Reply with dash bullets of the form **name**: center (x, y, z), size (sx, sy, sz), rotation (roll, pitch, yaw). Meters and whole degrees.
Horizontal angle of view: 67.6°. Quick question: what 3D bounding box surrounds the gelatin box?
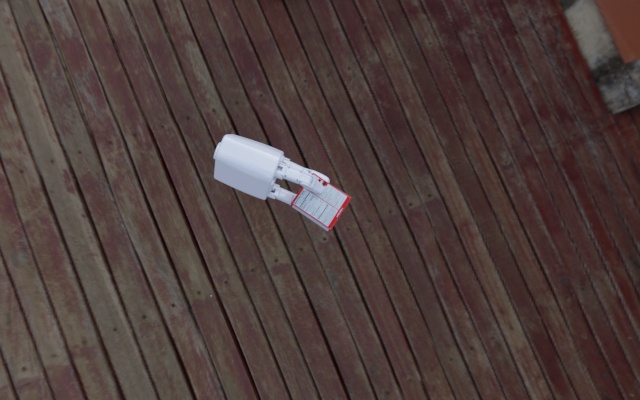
- **gelatin box**: center (0.000, 0.003, 0.886), size (0.089, 0.073, 0.030), rotation (33, -15, 1)
